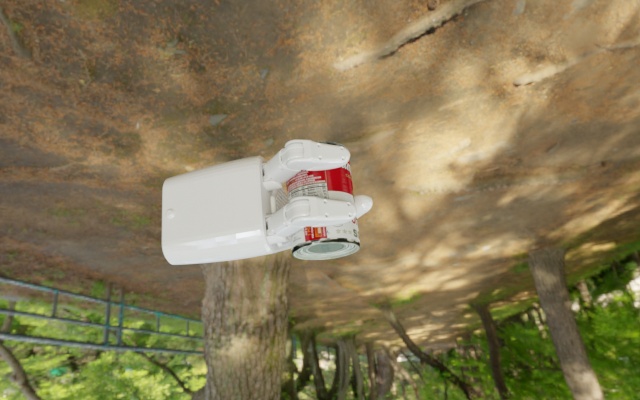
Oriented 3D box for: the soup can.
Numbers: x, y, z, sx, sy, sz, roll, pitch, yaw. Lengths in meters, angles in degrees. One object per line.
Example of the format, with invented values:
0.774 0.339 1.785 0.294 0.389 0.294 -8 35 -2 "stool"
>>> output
0.001 0.002 0.472 0.068 0.102 0.068 -5 -20 -2 "soup can"
